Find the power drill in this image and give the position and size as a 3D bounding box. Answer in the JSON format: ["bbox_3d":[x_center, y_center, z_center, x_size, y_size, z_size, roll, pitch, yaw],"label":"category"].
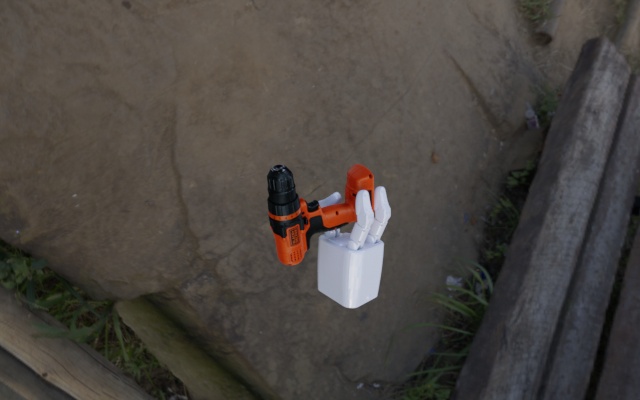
[{"bbox_3d":[0.001,0.003,0.798,0.187,0.185,0.057,-21,37,-23],"label":"power drill"}]
